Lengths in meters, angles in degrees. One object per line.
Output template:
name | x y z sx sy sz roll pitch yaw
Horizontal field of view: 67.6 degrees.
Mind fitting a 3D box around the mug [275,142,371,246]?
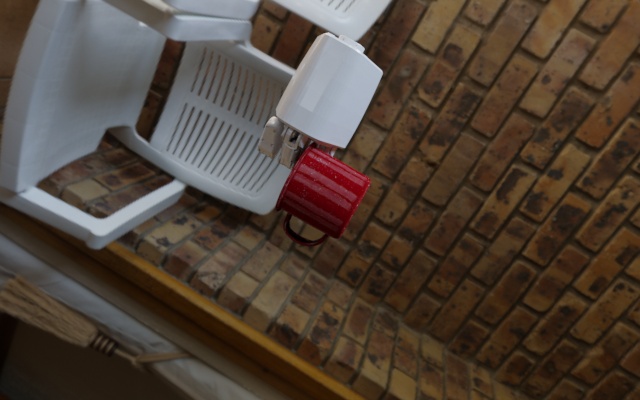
mug | 0.000 0.003 0.558 0.081 0.117 0.093 30 14 4
